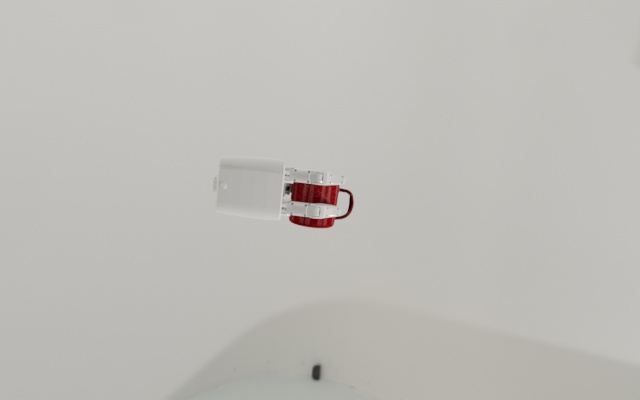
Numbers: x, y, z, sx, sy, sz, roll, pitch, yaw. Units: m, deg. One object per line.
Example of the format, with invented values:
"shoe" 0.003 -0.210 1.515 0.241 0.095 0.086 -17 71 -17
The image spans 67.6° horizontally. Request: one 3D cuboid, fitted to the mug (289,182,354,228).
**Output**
"mug" 0.002 0.003 0.839 0.117 0.081 0.093 6 8 -5
